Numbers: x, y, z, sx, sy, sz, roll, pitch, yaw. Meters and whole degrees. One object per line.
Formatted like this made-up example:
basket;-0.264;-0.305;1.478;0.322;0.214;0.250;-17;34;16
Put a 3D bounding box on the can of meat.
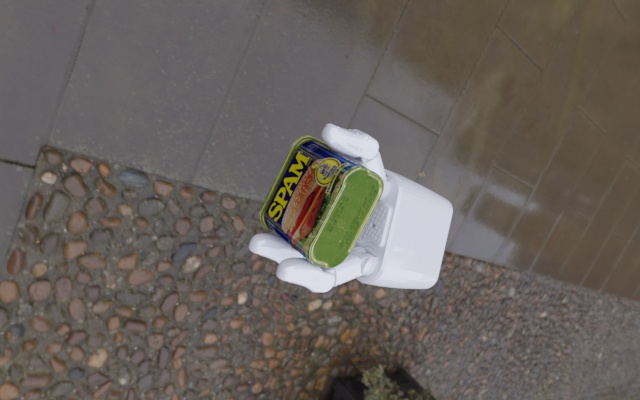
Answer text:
can of meat;0.000;0.001;0.446;0.057;0.102;0.084;21;9;-43
